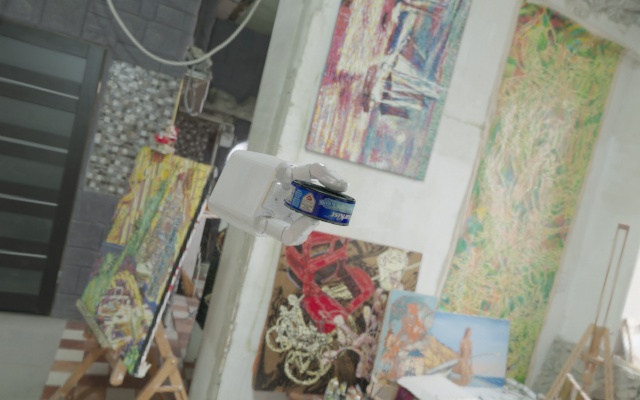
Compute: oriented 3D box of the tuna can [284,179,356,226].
[{"bbox_3d":[0.000,0.001,0.596,0.086,0.034,0.086,18,6,-2],"label":"tuna can"}]
